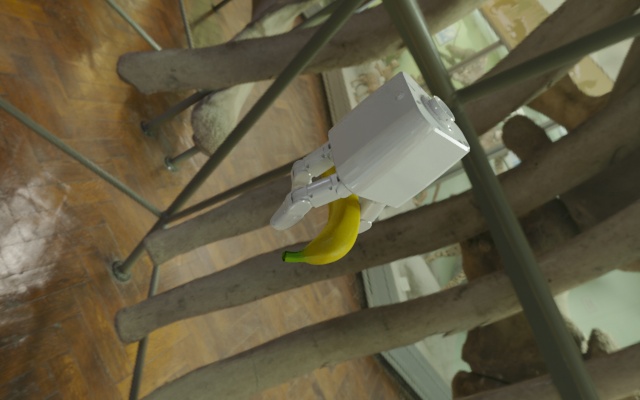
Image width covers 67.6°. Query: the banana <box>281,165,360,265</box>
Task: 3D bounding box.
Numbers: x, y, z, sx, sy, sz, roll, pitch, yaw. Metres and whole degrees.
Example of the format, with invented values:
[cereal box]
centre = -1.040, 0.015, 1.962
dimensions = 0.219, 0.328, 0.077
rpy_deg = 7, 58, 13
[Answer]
[banana]
centre = 0.015, 0.013, 0.558
dimensions = 0.069, 0.037, 0.197
rpy_deg = 31, 35, -7
